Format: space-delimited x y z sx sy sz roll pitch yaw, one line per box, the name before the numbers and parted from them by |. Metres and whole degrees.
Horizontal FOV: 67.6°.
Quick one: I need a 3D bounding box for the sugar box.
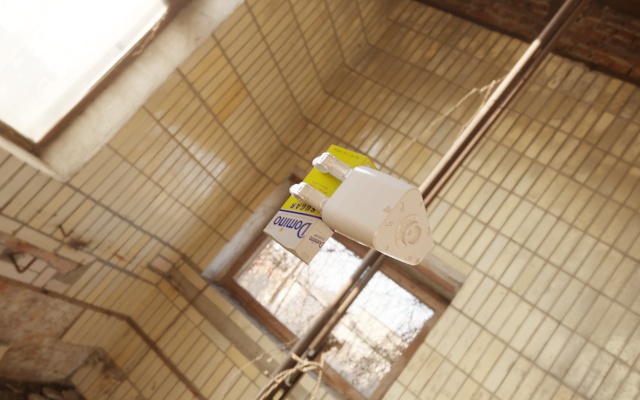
sugar box | 0.000 0.002 0.720 0.093 0.176 0.048 26 -17 50
